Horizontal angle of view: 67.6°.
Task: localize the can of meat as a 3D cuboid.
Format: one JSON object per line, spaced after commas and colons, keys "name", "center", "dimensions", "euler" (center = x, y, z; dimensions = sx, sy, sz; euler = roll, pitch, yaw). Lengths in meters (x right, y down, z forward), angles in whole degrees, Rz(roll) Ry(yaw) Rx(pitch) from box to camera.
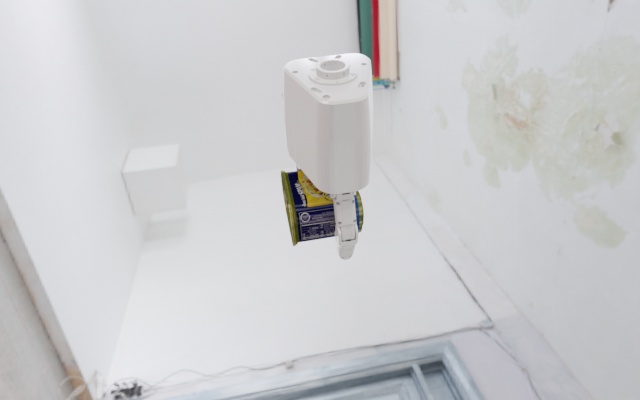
{"name": "can of meat", "center": [0.000, 0.002, 0.576], "dimensions": [0.084, 0.057, 0.102], "euler": [-9, 37, -6]}
